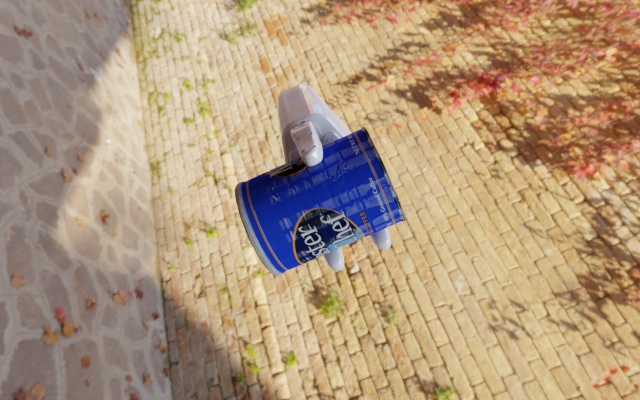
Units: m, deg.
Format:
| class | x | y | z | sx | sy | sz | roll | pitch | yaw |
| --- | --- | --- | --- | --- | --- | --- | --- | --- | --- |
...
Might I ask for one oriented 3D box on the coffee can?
| class | x | y | z | sx | sy | sz | roll | pitch | yaw |
| --- | --- | --- | --- | --- | --- | --- | --- | --- | --- |
| coffee can | 0.000 | 0.002 | 0.480 | 0.140 | 0.103 | 0.103 | -24 | -2 | 5 |
